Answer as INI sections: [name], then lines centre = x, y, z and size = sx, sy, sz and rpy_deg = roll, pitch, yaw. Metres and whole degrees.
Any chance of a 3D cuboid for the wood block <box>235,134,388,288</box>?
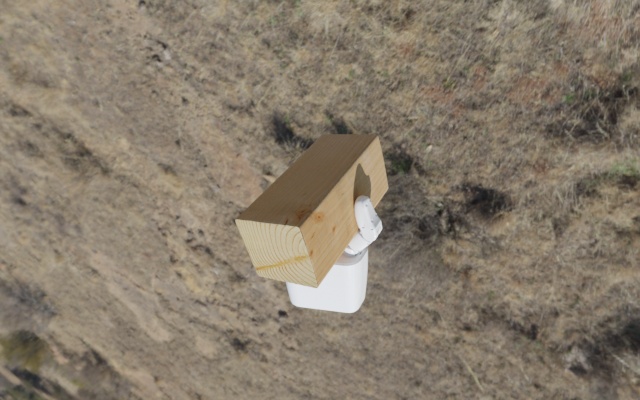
[wood block]
centre = 0.000, 0.002, 0.604
size = 0.091, 0.090, 0.206
rpy_deg = 6, 37, 31
